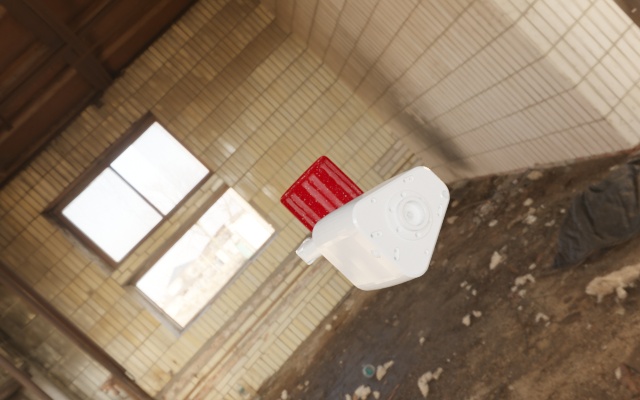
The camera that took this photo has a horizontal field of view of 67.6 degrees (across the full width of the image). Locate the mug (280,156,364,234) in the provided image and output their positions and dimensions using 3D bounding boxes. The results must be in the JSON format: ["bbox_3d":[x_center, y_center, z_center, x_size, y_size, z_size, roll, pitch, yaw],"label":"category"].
[{"bbox_3d":[-0.001,0.002,0.606,0.093,0.081,0.117,-49,6,-27],"label":"mug"}]
